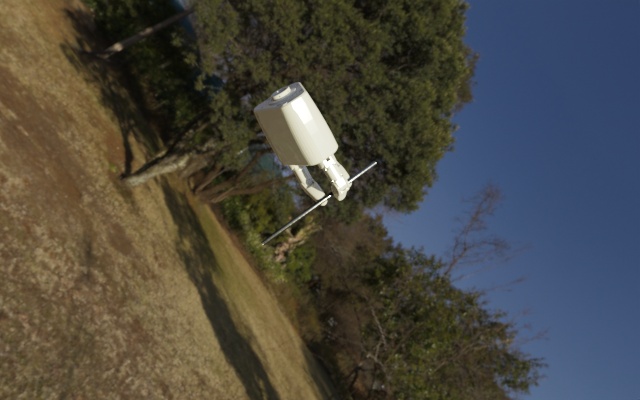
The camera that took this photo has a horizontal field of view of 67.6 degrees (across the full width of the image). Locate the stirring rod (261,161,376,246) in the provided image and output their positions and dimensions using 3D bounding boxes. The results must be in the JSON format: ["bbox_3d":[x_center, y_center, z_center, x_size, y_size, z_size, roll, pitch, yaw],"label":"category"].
[{"bbox_3d":[0.000,0.003,0.808,0.239,0.011,0.011,-36,9,-12],"label":"stirring rod"}]
